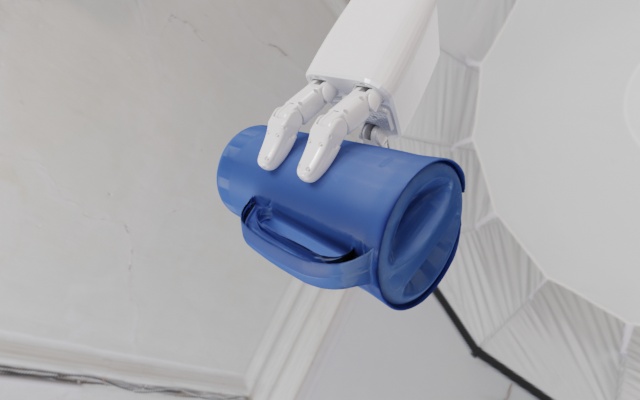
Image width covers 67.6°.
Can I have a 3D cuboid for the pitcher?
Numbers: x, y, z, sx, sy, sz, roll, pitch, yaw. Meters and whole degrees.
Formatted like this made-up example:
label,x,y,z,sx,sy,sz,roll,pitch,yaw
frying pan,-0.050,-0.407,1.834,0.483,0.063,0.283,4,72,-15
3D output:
label,x,y,z,sx,sy,sz,roll,pitch,yaw
pitcher,0.000,0.001,0.462,0.242,0.145,0.149,21,-10,40
